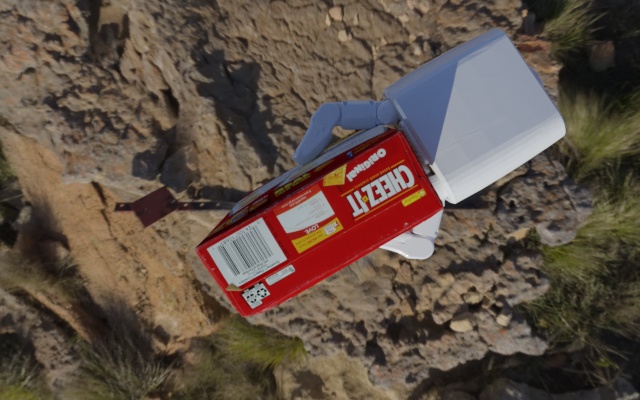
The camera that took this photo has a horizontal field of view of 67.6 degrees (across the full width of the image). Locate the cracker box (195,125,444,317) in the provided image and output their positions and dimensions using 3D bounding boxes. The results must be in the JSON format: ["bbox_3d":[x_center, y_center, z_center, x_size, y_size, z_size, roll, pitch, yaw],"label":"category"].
[{"bbox_3d":[0.000,0.001,0.425,0.164,0.072,0.213,-30,8,5],"label":"cracker box"}]
